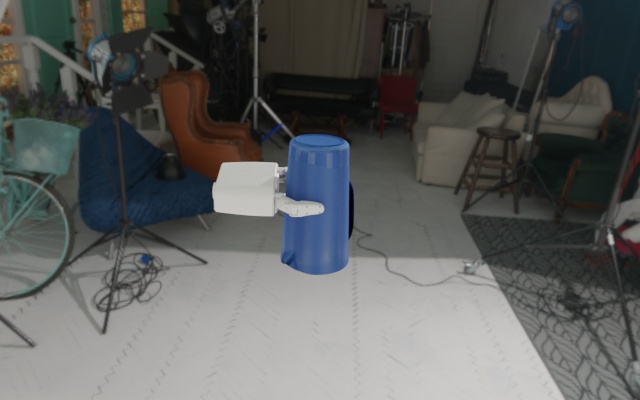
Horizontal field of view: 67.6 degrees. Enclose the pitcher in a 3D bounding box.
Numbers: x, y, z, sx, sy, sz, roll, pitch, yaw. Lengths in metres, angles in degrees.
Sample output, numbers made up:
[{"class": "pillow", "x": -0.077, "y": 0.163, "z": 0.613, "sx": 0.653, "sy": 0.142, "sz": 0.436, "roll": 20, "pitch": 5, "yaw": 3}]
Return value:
[{"class": "pitcher", "x": 0.000, "y": 0.003, "z": 0.896, "sx": 0.145, "sy": 0.243, "sz": 0.149, "roll": 2, "pitch": 20, "yaw": -2}]
